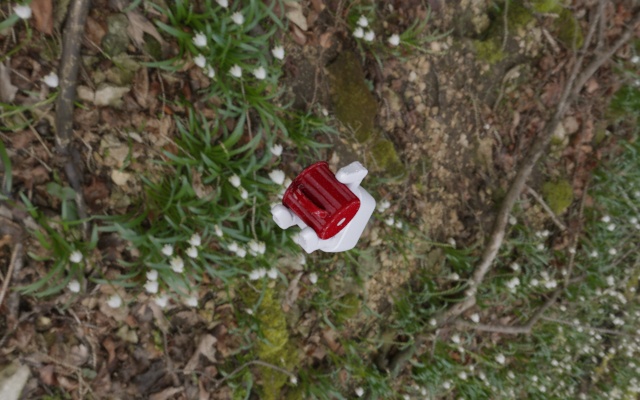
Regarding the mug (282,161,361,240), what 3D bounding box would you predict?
[{"bbox_3d":[0.000,0.002,0.685,0.081,0.093,0.117,45,12,18],"label":"mug"}]
